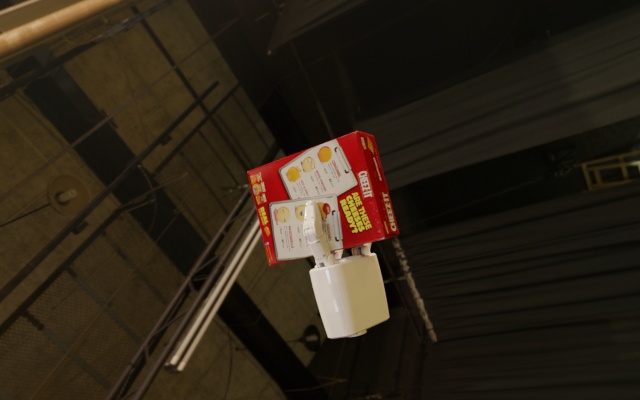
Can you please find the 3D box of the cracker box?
[{"bbox_3d":[0.000,0.003,0.762,0.214,0.164,0.072,-17,-6,29],"label":"cracker box"}]
